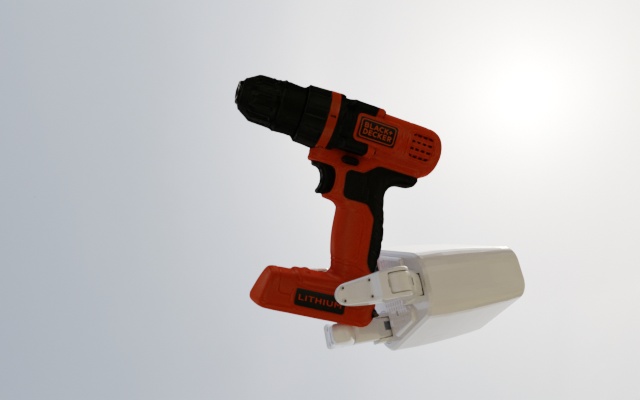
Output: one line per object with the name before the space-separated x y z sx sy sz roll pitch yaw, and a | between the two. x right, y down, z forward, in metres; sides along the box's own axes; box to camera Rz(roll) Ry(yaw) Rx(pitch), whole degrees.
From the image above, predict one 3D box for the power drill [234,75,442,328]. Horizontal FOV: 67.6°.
power drill | 0.000 0.002 0.404 0.184 0.187 0.057 16 -2 -12
